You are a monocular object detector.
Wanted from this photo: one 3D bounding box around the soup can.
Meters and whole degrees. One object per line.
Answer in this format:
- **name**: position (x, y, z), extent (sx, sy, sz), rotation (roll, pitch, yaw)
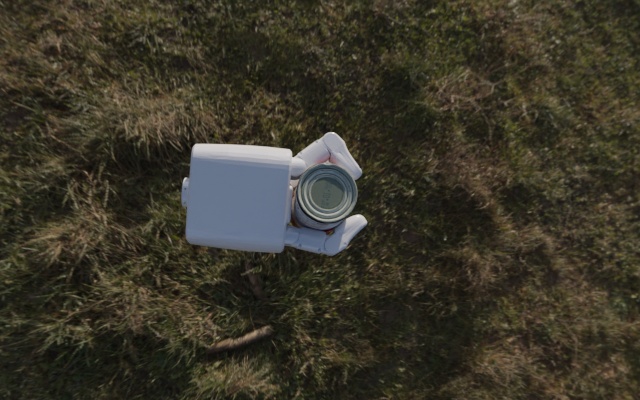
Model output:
- **soup can**: position (0.001, 0.002, 0.549), extent (0.068, 0.068, 0.102), rotation (0, -12, -9)
